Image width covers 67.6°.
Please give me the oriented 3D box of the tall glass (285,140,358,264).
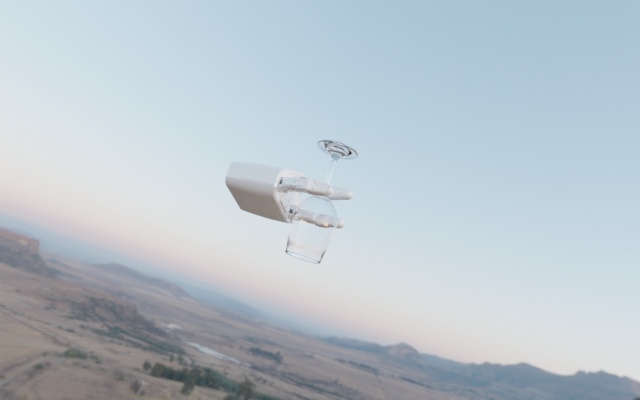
[{"bbox_3d":[0.000,0.002,0.811,0.079,0.201,0.079,17,-14,4],"label":"tall glass"}]
